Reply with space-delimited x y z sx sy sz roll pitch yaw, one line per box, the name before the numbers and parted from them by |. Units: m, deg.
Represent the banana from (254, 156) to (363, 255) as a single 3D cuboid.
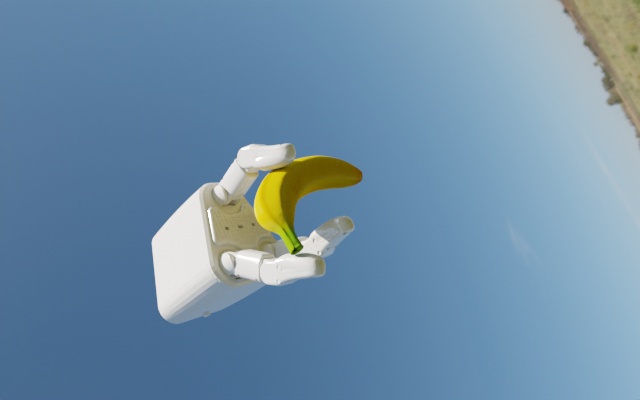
banana | -0.014 -0.011 0.466 0.037 0.069 0.197 -42 2 31
